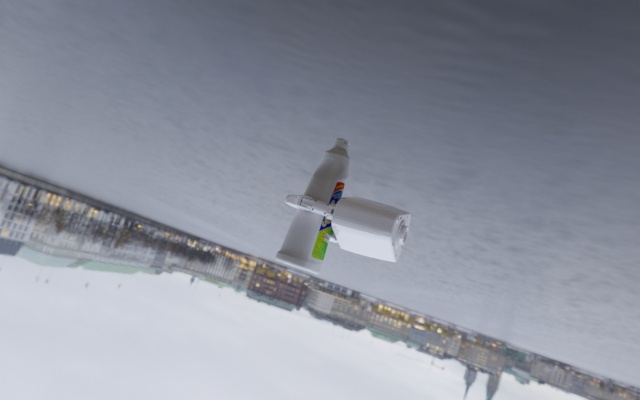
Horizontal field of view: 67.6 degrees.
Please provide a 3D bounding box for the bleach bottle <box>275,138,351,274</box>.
[{"bbox_3d":[0.000,0.003,0.871,0.068,0.251,0.102,15,-10,23],"label":"bleach bottle"}]
